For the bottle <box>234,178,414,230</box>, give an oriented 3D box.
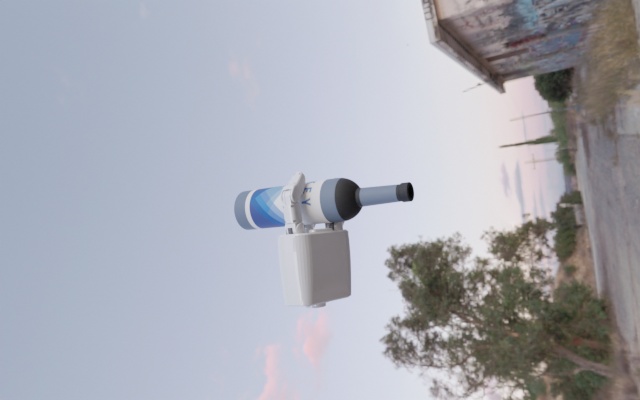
[{"bbox_3d":[0.000,0.002,0.738,0.296,0.069,0.069,-7,-4,31],"label":"bottle"}]
